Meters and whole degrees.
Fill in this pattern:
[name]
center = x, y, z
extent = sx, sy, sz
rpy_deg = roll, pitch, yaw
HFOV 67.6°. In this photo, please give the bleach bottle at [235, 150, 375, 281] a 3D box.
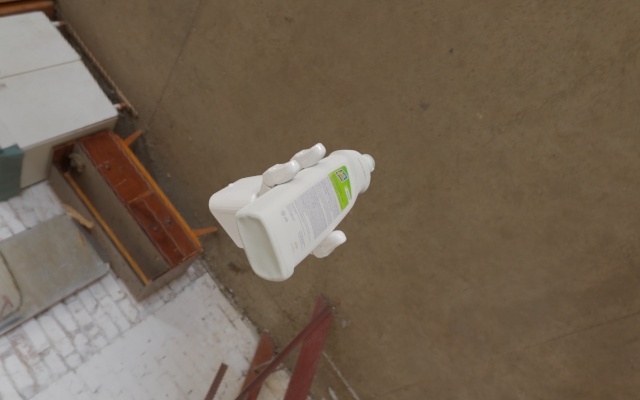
[bleach bottle]
center = 0.000, 0.002, 0.657
extent = 0.068, 0.102, 0.250
rpy_deg = 0, 25, 41
